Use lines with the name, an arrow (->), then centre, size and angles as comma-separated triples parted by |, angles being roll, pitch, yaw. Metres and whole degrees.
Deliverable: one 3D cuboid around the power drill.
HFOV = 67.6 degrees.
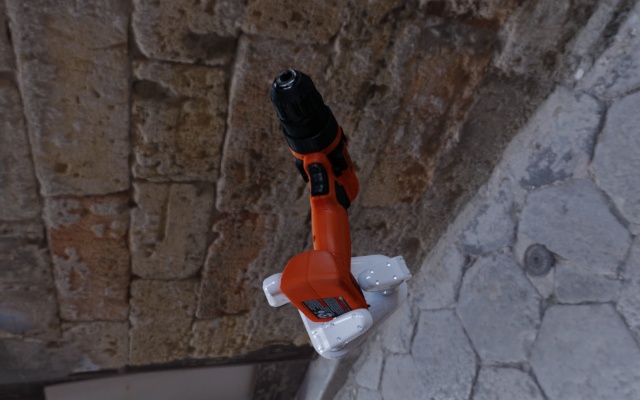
power drill -> 0.000, 0.002, 0.432 | 0.057, 0.187, 0.184 | -10, -34, 16
